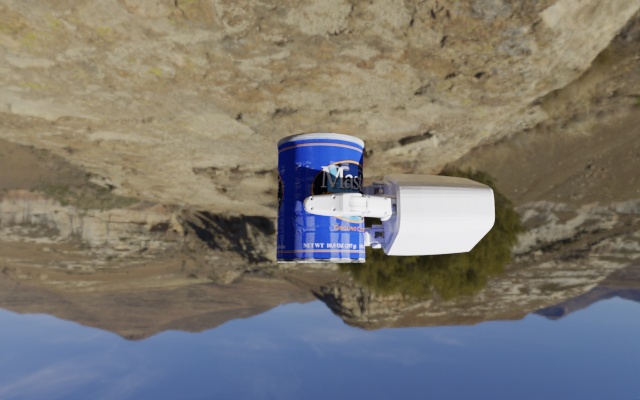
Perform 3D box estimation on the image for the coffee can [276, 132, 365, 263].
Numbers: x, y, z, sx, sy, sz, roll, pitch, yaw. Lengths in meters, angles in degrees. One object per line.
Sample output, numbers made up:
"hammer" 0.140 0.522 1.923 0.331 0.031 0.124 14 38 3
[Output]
"coffee can" 0.000 0.002 0.558 0.103 0.140 0.103 0 -8 0
